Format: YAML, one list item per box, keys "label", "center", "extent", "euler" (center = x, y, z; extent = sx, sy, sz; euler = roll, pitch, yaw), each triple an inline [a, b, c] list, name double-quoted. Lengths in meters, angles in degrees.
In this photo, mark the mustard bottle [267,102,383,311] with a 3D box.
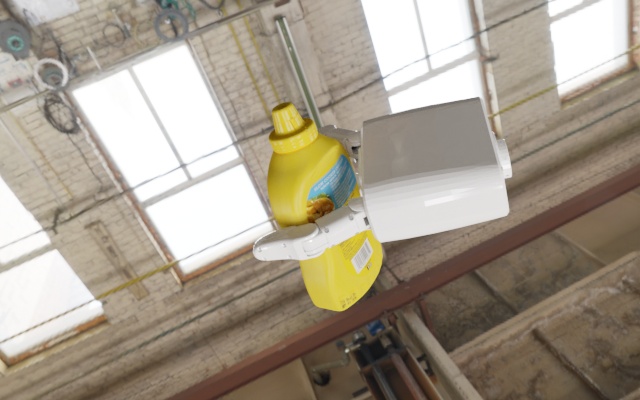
- label: "mustard bottle"
  center: [0.000, 0.002, 0.433]
  extent: [0.058, 0.192, 0.096]
  euler: [4, 38, 38]
